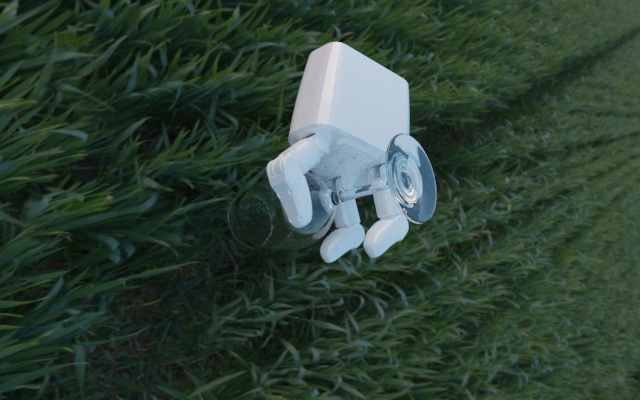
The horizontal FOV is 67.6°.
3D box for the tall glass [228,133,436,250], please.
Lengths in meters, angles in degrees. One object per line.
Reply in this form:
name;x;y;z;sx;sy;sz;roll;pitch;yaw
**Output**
tall glass;0.001;0.001;0.444;0.201;0.079;0.079;-15;-10;39
